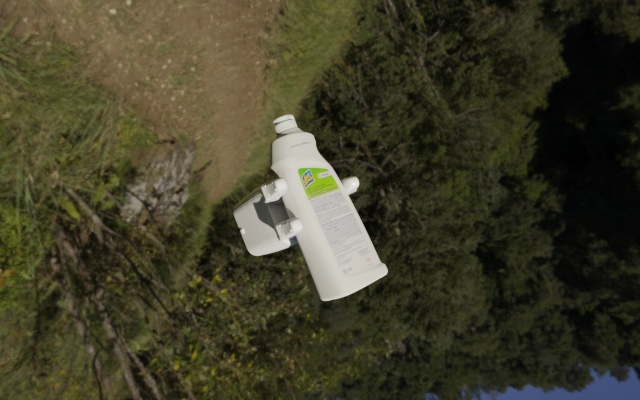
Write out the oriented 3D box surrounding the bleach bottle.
[{"bbox_3d":[0.000,0.002,0.654,0.102,0.251,0.068,-19,-4,-42],"label":"bleach bottle"}]
